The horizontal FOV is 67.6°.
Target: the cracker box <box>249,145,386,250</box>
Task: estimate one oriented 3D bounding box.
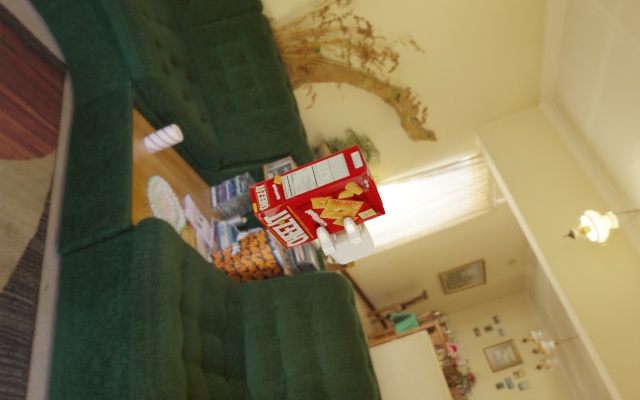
[{"bbox_3d":[0.000,0.003,0.891,0.214,0.072,0.164,-21,-33,8],"label":"cracker box"}]
